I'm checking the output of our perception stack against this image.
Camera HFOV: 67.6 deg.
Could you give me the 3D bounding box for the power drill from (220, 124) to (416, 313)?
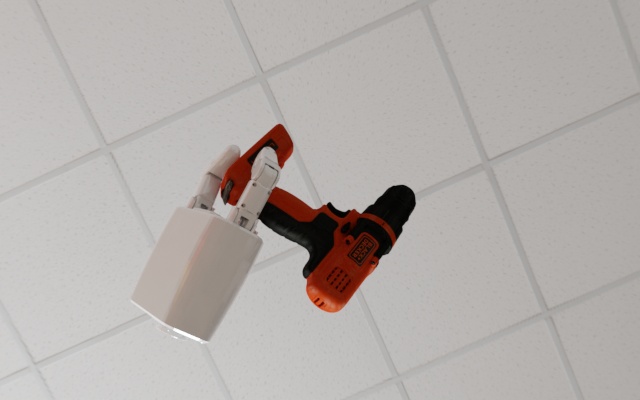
[{"bbox_3d":[0.000,0.002,0.527,0.184,0.187,0.057,-47,-6,-34],"label":"power drill"}]
